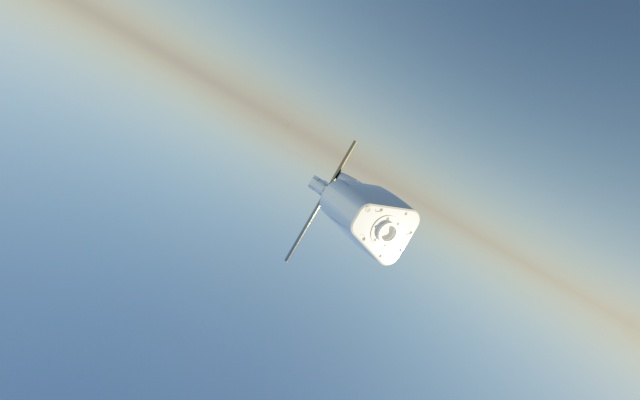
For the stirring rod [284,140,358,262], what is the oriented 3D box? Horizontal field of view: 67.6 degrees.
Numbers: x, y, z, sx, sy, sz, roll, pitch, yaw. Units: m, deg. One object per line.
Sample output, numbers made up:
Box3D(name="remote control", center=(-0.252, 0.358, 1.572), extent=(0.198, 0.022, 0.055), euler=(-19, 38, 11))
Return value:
Box3D(name="stirring rod", center=(0.000, 0.003, 0.823), extent=(0.011, 0.239, 0.011), euler=(30, 6, -3))
